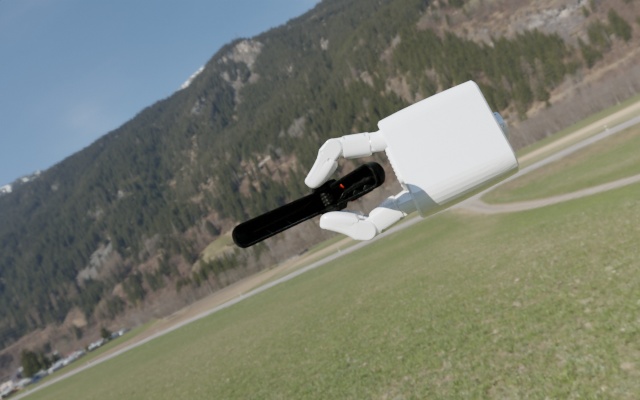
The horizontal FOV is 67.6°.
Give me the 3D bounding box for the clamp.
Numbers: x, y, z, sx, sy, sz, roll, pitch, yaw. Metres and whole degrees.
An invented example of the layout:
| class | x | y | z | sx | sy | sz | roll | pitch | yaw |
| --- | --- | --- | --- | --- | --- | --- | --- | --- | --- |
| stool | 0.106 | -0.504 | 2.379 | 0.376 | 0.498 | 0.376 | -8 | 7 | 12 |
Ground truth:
| class | x | y | z | sx | sy | sz | roll | pitch | yaw |
| --- | --- | --- | --- | --- | --- | --- | --- | --- | --- |
| clamp | 0.000 | 0.001 | 0.538 | 0.164 | 0.036 | 0.210 | -24 | -1 | 10 |
